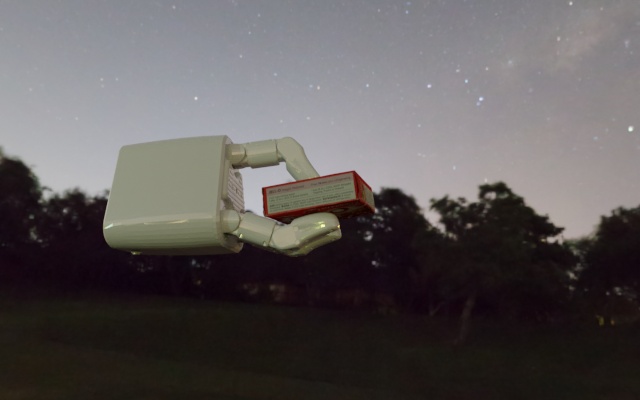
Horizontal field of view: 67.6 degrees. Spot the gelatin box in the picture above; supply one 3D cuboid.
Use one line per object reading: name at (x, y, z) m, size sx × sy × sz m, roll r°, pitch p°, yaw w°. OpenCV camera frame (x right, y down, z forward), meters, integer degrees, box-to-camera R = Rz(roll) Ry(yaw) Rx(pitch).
gelatin box at (0.000, 0.001, 0.443) m, size 0.089 × 0.030 × 0.073 m, roll -11°, pitch -14°, yaw 15°
